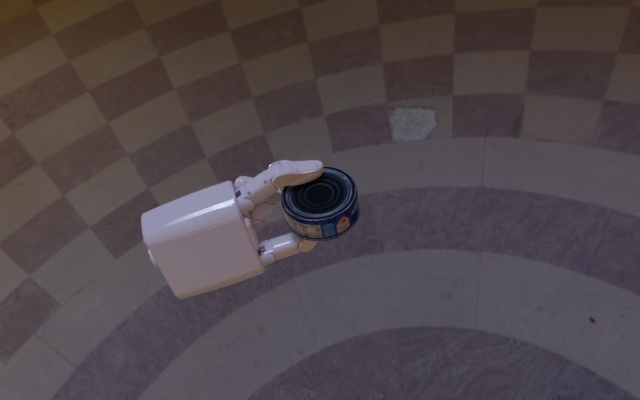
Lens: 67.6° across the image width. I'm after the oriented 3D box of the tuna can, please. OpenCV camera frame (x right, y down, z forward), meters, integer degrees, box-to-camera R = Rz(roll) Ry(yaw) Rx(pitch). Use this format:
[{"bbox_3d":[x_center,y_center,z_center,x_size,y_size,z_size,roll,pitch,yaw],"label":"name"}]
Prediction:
[{"bbox_3d":[0.000,0.001,0.530,0.086,0.086,0.034,0,-43,10],"label":"tuna can"}]
